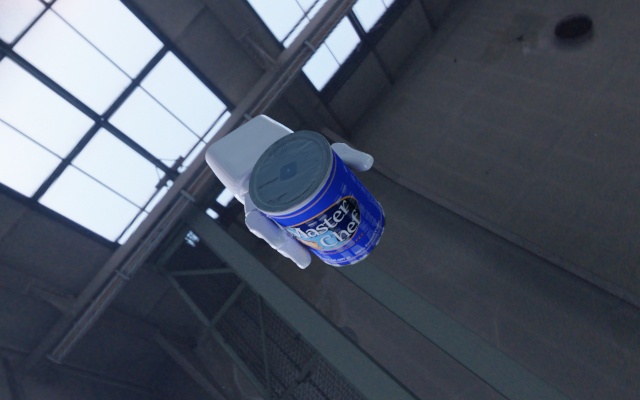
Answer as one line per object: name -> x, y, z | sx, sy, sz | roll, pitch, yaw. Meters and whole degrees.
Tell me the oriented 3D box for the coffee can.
coffee can -> 0.000, 0.002, 0.550 | 0.103, 0.102, 0.140 | 0, -29, 35
